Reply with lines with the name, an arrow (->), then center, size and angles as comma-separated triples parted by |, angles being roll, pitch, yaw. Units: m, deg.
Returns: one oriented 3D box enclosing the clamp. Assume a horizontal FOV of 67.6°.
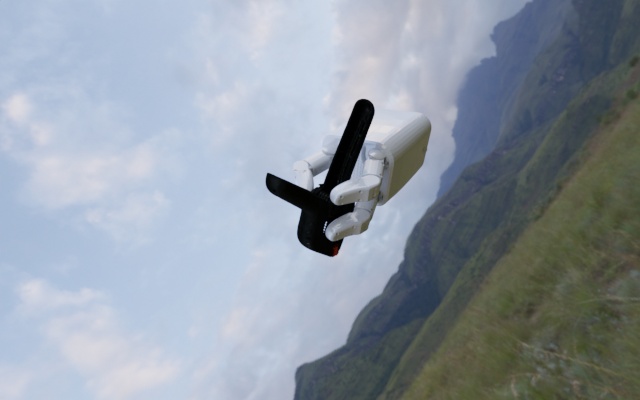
clamp -> 0.000, 0.002, 0.560 | 0.036, 0.210, 0.164 | 31, 49, 27
